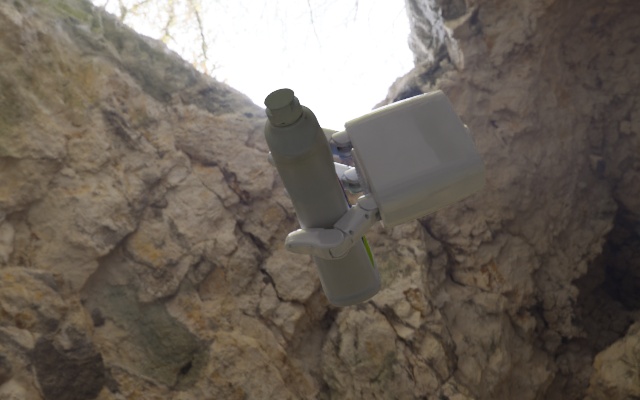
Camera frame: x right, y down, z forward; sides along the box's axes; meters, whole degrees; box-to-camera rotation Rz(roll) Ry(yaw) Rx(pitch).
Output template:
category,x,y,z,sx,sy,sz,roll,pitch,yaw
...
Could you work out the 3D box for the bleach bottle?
category,x,y,z,sx,sy,sz,roll,pitch,yaw
bleach bottle,0.000,0.002,0.481,0.068,0.102,0.251,-20,-44,2
